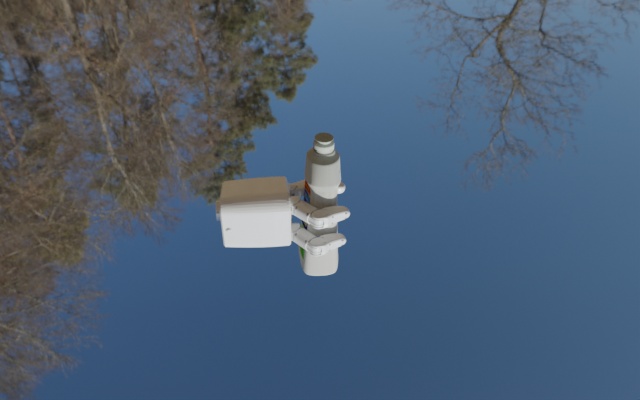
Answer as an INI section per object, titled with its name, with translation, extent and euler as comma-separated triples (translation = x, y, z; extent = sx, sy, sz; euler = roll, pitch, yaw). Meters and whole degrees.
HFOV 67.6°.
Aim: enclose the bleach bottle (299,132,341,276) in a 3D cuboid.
[bleach bottle]
translation = 0.000, 0.003, 0.772
extent = 0.068, 0.251, 0.102
euler = -3, 38, -6
